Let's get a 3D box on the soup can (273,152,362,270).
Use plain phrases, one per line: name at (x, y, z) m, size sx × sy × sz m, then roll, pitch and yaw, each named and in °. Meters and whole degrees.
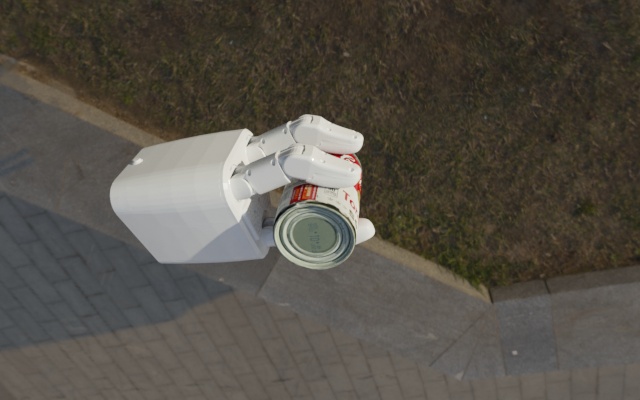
soup can at (0.001, 0.002, 0.411) m, size 0.068 × 0.068 × 0.102 m, roll 0°, pitch 33°, yaw 7°
